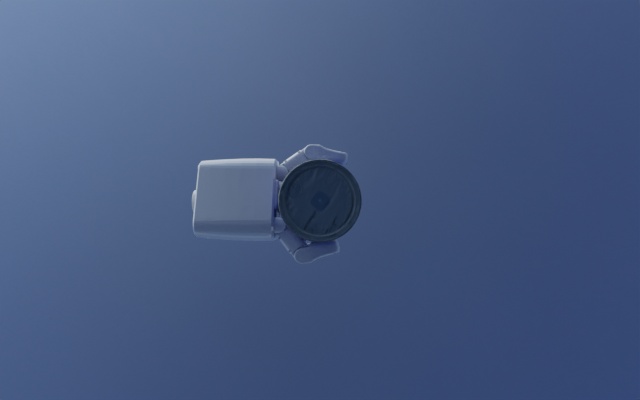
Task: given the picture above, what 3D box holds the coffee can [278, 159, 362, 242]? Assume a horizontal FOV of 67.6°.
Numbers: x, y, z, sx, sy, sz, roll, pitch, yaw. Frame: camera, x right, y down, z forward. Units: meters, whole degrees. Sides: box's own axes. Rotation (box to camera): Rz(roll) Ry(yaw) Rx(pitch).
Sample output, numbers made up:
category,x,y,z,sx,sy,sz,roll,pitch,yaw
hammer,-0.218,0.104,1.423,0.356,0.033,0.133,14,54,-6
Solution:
category,x,y,z,sx,sy,sz,roll,pitch,yaw
coffee can,0.000,0.002,0.654,0.103,0.103,0.140,0,-2,1
